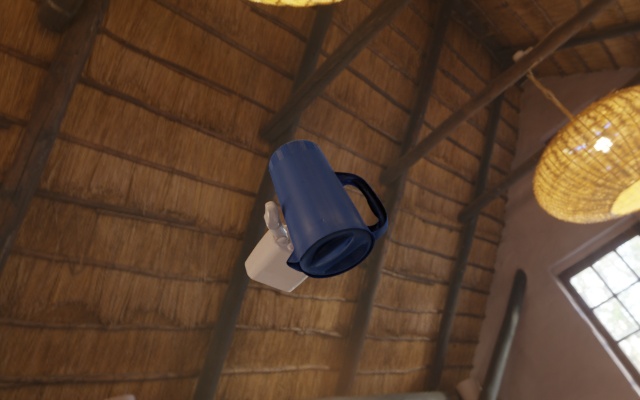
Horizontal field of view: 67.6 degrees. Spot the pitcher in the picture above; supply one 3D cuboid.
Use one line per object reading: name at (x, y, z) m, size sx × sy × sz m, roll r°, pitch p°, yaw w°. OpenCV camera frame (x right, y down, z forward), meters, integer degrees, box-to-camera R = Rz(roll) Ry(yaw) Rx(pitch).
pitcher at (0.000, 0.003, 0.851) m, size 0.149 × 0.242 × 0.145 m, roll 11°, pitch -49°, yaw -37°
